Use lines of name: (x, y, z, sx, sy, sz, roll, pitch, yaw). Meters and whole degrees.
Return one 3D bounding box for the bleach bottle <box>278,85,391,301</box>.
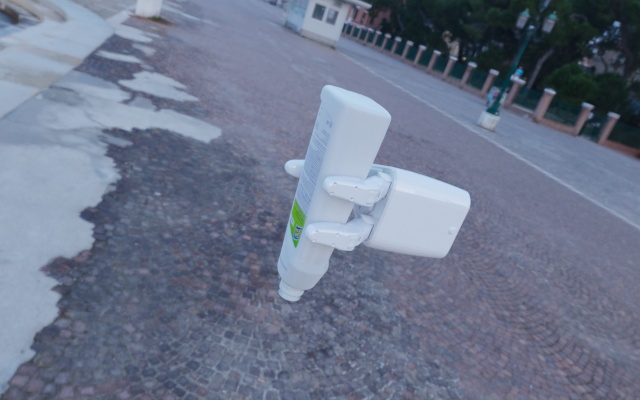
bleach bottle: (0.000, 0.002, 0.555, 0.068, 0.251, 0.102, 13, 21, -18)
